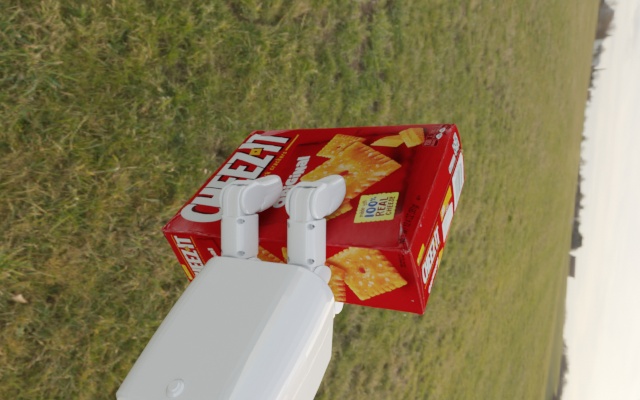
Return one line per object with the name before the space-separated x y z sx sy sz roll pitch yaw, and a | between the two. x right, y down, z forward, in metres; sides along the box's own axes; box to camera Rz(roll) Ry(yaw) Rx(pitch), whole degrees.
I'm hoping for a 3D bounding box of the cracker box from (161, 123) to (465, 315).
cracker box | 0.000 0.001 0.410 0.213 0.072 0.164 3 39 27
